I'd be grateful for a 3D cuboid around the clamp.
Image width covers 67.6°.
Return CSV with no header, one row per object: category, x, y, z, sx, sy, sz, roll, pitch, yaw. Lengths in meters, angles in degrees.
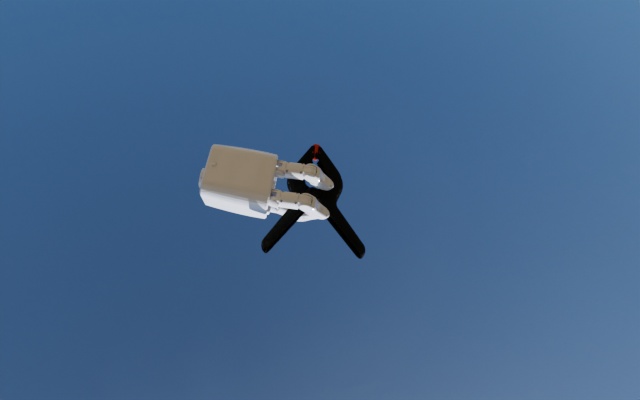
clamp,0.000,0.002,0.795,0.164,0.209,0.036,11,-28,-4
